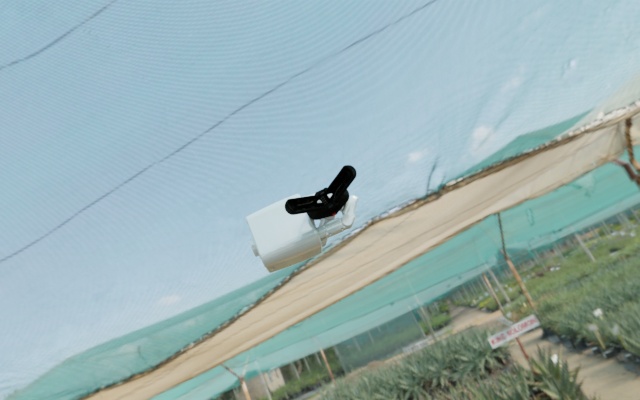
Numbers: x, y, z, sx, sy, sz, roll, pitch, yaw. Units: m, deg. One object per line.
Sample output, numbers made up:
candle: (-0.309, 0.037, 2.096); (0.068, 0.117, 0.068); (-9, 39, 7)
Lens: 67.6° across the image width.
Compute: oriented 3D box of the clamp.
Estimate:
clamp: (0.000, 0.002, 0.780); (0.120, 0.039, 0.171); (-23, -17, -7)
